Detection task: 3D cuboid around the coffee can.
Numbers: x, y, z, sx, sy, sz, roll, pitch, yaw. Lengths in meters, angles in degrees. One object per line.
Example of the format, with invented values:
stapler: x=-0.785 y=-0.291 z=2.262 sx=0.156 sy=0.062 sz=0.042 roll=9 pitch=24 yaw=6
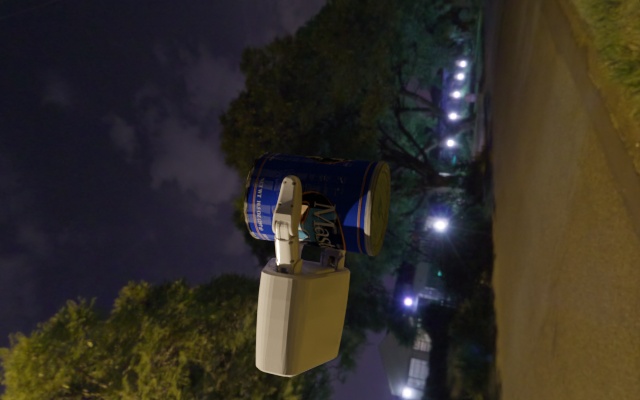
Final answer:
coffee can: x=0.000 y=0.002 z=0.537 sx=0.140 sy=0.103 sz=0.103 roll=7 pitch=2 yaw=17
